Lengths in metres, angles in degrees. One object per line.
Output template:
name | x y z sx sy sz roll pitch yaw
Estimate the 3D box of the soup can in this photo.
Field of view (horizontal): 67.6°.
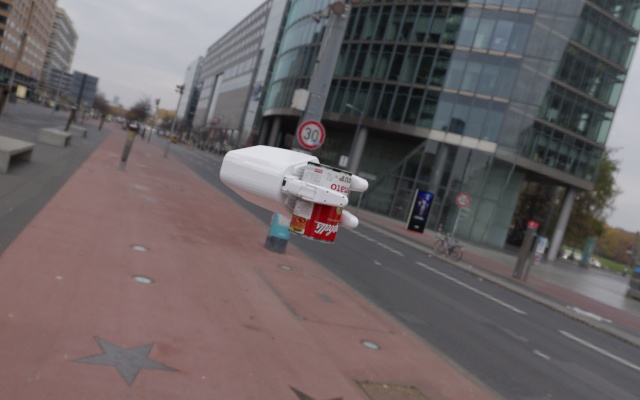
soup can | 0.001 0.002 0.672 0.068 0.102 0.068 16 3 -1
